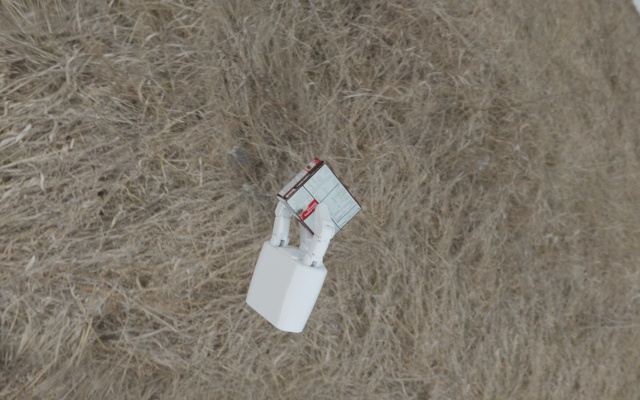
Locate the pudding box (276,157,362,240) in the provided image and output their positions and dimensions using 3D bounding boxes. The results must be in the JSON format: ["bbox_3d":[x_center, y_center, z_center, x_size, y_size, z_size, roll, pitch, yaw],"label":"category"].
[{"bbox_3d":[0.000,0.003,0.758,0.113,0.090,0.039,50,-9,-30],"label":"pudding box"}]
